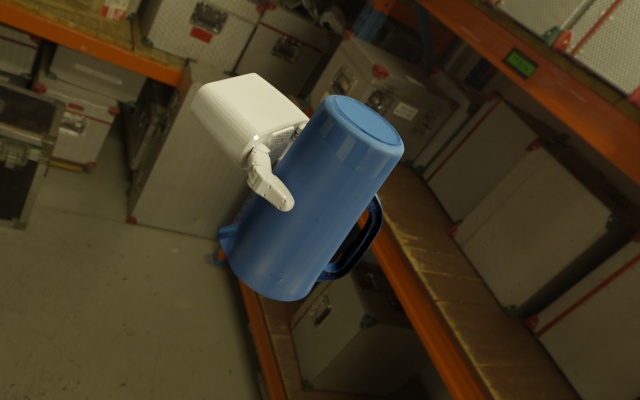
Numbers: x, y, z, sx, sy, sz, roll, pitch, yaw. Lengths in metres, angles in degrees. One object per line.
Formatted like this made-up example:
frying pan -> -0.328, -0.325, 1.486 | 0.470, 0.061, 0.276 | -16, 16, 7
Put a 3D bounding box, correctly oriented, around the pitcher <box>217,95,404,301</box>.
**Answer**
pitcher -> 0.000, 0.002, 0.589 | 0.145, 0.243, 0.149 | 45, 28, 18
